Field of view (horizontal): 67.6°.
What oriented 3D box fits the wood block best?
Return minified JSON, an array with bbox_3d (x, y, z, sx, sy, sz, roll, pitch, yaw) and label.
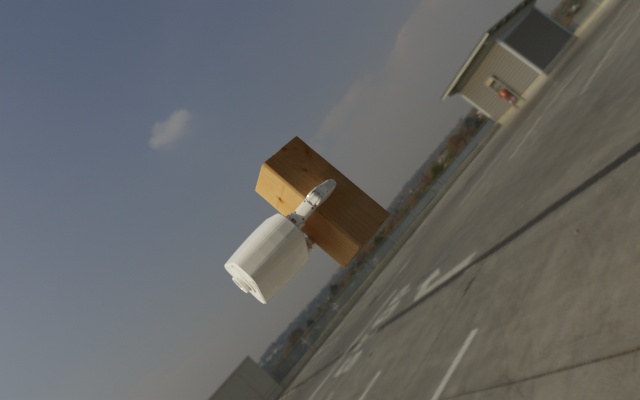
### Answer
[{"bbox_3d":[0.000,0.003,0.805,0.090,0.206,0.091,-44,-10,-32],"label":"wood block"}]
